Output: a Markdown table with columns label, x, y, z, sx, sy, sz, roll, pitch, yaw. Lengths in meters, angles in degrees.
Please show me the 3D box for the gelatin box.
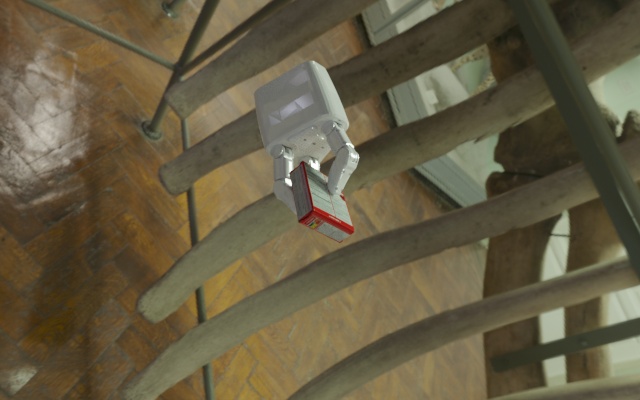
| label | x | y | z | sx | sy | sz | roll | pitch | yaw |
| --- | --- | --- | --- | --- | --- | --- | --- | --- | --- |
| gelatin box | 0.000 | 0.002 | 0.600 | 0.030 | 0.089 | 0.073 | -40 | -48 | 25 |
